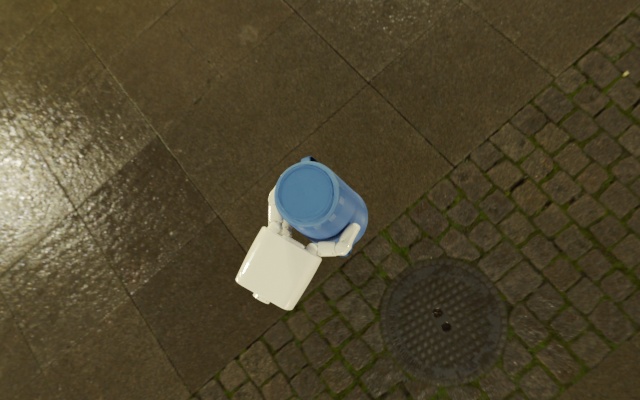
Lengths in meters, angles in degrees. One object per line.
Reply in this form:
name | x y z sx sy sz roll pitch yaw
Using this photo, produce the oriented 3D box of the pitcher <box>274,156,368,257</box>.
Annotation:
pitcher | 0.000 0.003 0.857 0.149 0.145 0.243 27 -5 17
